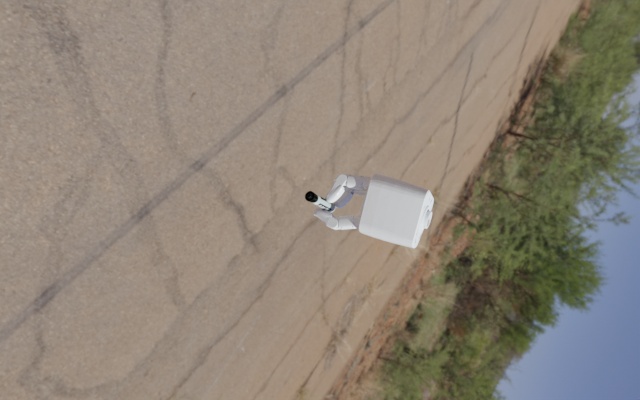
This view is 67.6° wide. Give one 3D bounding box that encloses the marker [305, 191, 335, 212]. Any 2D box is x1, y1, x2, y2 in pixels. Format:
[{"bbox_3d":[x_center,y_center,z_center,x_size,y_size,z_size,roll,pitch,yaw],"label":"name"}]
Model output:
[{"bbox_3d":[0.000,0.003,0.886,0.020,0.020,0.121,0,-11,20],"label":"marker"}]
